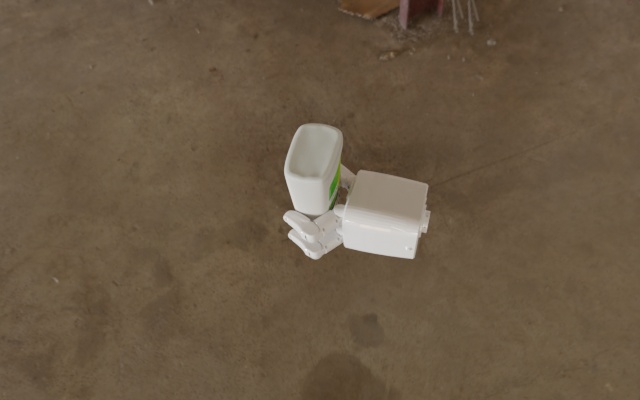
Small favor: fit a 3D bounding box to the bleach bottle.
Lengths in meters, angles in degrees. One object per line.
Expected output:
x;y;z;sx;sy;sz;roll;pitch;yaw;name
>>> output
0.000;0.002;0.729;0.068;0.102;0.251;11;-30;12;bleach bottle
